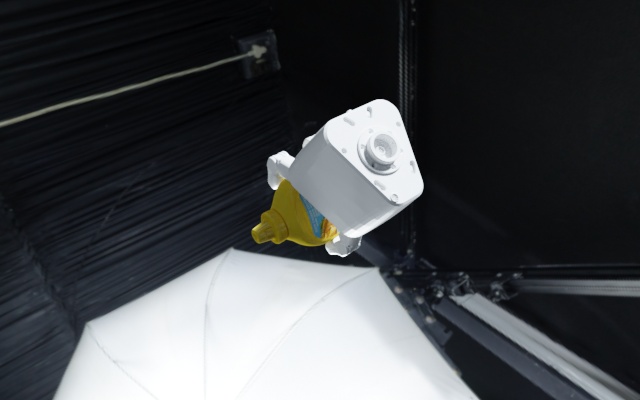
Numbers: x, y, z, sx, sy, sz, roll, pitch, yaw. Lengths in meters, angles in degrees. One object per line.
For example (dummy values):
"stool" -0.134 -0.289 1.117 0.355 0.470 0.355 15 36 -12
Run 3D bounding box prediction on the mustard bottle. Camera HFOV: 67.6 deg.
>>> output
"mustard bottle" 0.000 0.002 0.594 0.191 0.096 0.058 -28 18 -27
